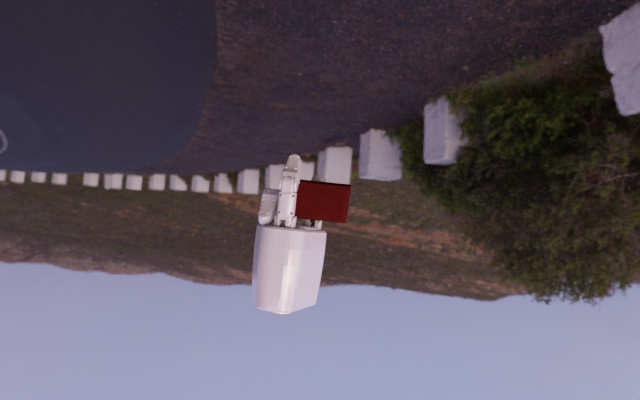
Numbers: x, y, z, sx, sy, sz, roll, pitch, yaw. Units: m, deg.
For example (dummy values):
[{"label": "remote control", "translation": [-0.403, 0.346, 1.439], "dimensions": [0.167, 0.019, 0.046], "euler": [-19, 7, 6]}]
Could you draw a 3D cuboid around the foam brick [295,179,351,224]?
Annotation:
[{"label": "foam brick", "translation": [0.000, 0.002, 0.645], "dimensions": [0.078, 0.051, 0.053], "euler": [6, -4, 5]}]
